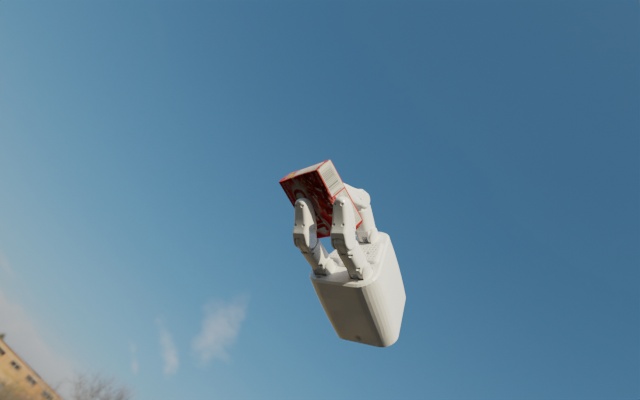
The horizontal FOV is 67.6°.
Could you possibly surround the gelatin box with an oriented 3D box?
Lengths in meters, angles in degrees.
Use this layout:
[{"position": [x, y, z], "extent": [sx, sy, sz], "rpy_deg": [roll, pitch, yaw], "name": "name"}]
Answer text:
[{"position": [0.000, 0.001, 0.579], "extent": [0.073, 0.089, 0.030], "rpy_deg": [-14, 20, 47], "name": "gelatin box"}]
